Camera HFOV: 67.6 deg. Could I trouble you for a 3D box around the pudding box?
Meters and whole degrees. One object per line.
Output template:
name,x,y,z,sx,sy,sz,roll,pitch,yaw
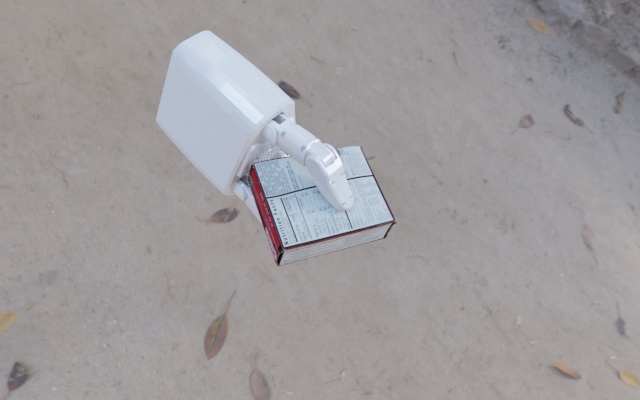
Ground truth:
pudding box,0.000,0.001,0.435,0.113,0.090,0.039,-13,-25,-19
